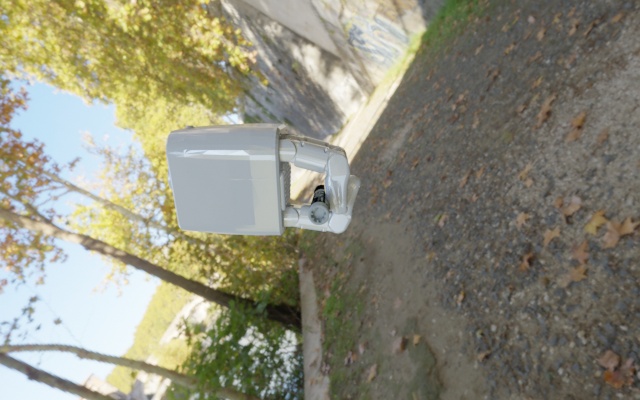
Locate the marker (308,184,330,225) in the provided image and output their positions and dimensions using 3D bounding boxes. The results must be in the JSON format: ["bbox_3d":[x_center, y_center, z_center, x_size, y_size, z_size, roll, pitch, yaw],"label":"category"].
[{"bbox_3d":[0.000,0.002,0.478,0.020,0.020,0.121,0,11,2],"label":"marker"}]
